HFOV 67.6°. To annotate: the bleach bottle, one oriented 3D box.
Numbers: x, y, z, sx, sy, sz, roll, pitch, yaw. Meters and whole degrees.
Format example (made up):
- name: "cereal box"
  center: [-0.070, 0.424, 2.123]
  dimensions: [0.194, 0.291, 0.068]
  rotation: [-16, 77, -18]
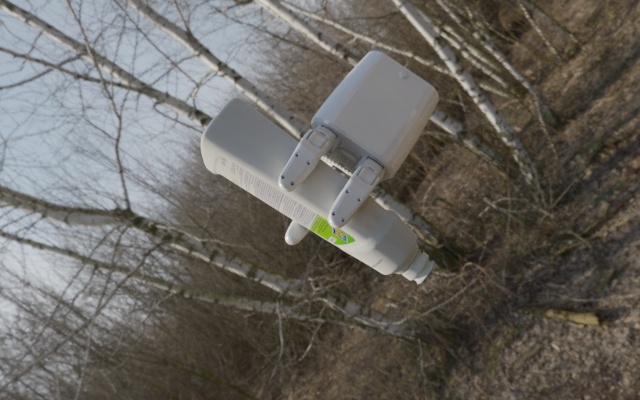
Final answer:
- name: "bleach bottle"
  center: [0.000, 0.002, 0.483]
  dimensions: [0.251, 0.068, 0.102]
  rotation: [35, -16, 2]
